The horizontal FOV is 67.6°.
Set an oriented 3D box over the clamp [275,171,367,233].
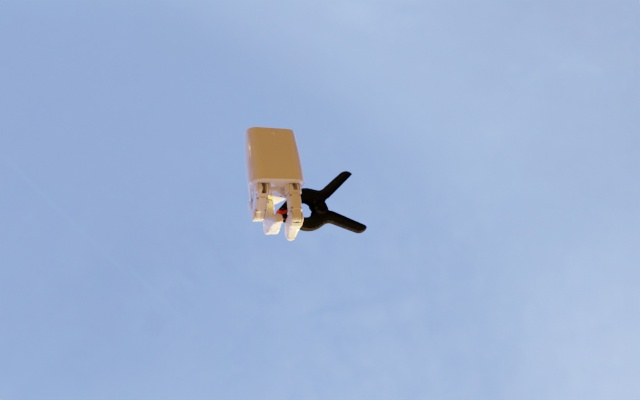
[{"bbox_3d":[0.000,0.003,0.869,0.171,0.120,0.039,1,-23,-25],"label":"clamp"}]
